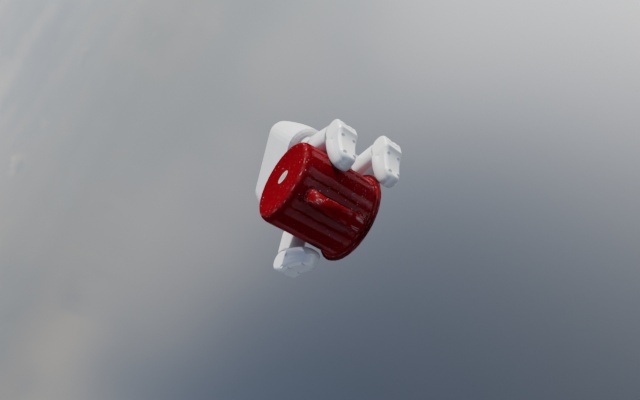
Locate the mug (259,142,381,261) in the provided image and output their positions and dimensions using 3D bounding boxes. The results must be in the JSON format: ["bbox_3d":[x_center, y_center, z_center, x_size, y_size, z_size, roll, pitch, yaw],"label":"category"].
[{"bbox_3d":[0.000,0.002,0.437,0.081,0.093,0.117,29,4,-24],"label":"mug"}]
